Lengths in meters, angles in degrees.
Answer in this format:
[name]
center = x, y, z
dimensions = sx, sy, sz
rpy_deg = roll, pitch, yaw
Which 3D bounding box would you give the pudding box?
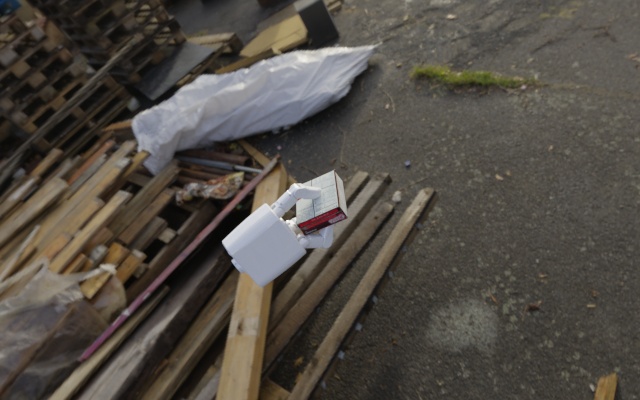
[pudding box]
center = 0.000, 0.003, 0.894
dimensions = 0.090, 0.113, 0.039
rpy_deg = -23, -49, 16
